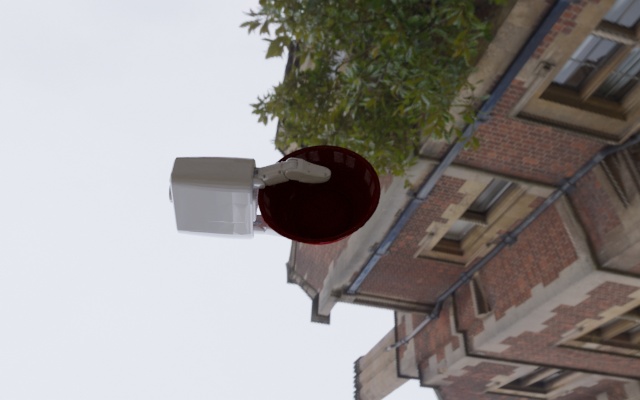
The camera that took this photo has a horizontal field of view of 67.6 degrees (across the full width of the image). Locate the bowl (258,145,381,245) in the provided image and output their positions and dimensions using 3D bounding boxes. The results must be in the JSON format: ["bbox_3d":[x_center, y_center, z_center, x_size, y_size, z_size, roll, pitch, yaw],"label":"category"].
[{"bbox_3d":[0.001,0.003,0.641,0.162,0.162,0.055,0,-37,8],"label":"bowl"}]
